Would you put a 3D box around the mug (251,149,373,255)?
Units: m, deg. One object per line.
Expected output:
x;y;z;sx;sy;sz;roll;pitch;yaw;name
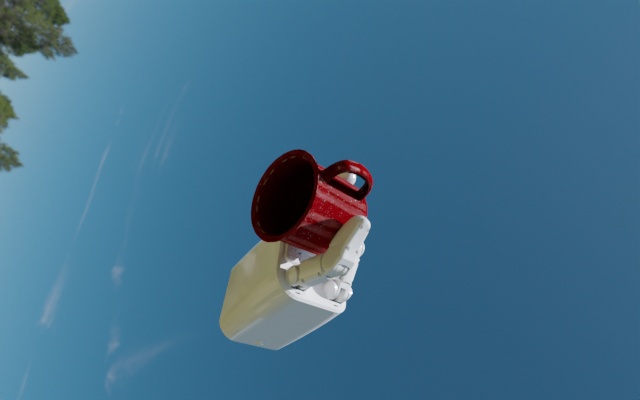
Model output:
0.001;0.001;0.466;0.117;0.093;0.081;-38;-44;27;mug
